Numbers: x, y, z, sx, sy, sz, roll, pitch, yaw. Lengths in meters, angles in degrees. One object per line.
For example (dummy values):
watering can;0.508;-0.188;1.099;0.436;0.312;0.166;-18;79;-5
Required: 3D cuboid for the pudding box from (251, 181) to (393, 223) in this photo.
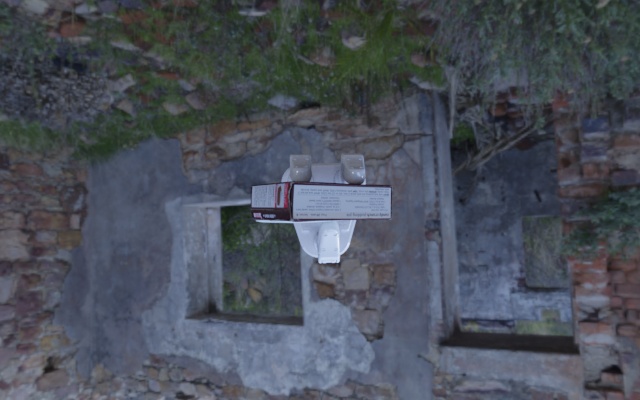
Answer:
pudding box;0.000;0.002;0.467;0.113;0.039;0.090;-2;-1;-31
